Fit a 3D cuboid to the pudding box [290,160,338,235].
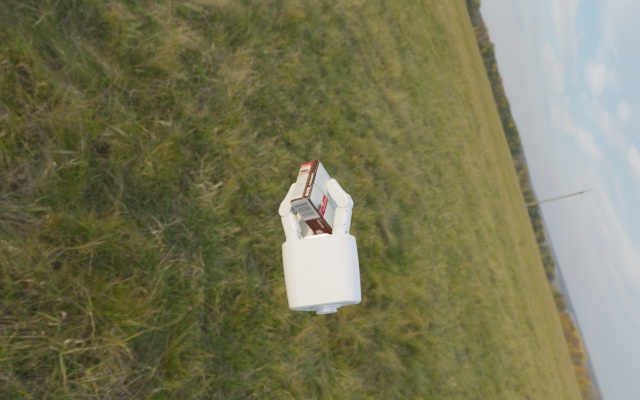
[{"bbox_3d":[0.000,0.003,0.801,0.039,0.090,0.114,-12,-46,26],"label":"pudding box"}]
